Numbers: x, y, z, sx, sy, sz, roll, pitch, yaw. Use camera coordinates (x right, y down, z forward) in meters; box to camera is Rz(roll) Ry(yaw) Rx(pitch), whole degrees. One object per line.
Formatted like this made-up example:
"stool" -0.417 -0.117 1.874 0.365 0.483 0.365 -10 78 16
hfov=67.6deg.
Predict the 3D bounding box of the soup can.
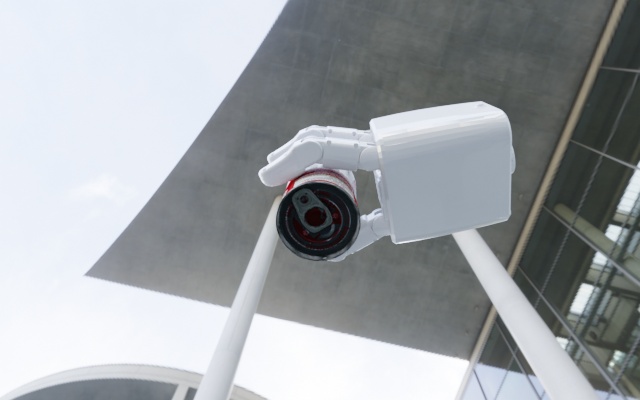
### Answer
"soup can" 0.000 0.002 0.426 0.068 0.068 0.102 0 19 2
